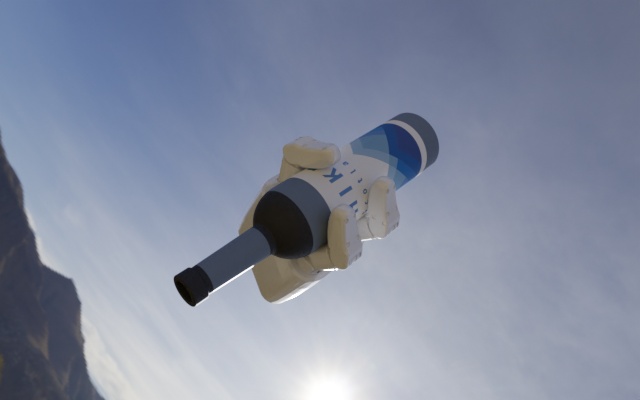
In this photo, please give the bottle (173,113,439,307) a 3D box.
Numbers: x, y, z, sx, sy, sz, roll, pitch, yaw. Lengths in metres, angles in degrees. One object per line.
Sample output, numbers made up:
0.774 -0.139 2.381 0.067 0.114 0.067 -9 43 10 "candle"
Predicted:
0.000 0.001 0.435 0.295 0.069 0.069 -33 21 -35 "bottle"
